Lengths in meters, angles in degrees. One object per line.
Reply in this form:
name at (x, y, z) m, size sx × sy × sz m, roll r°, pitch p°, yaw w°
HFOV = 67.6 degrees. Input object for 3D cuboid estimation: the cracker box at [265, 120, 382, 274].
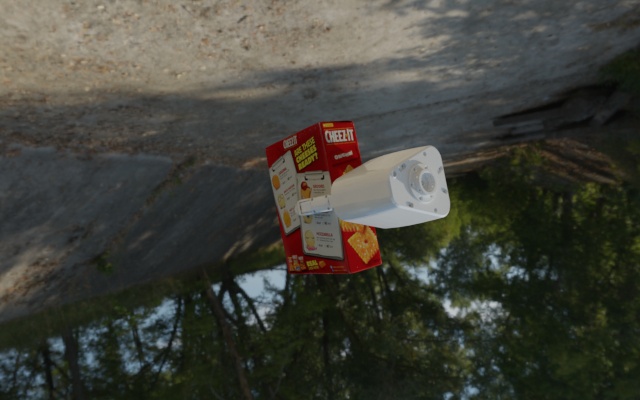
cracker box at (0.000, 0.003, 0.734) m, size 0.072 × 0.213 × 0.164 m, roll -9°, pitch -2°, yaw -35°
